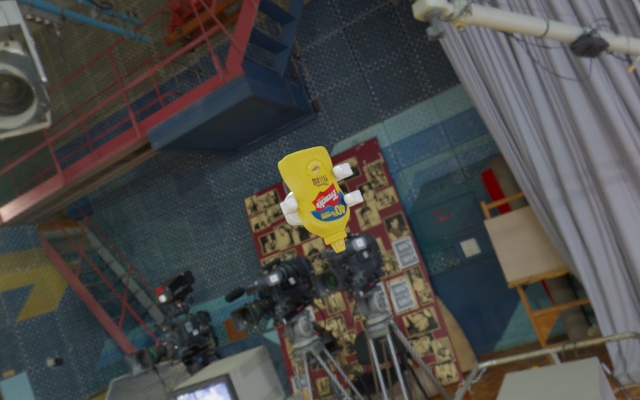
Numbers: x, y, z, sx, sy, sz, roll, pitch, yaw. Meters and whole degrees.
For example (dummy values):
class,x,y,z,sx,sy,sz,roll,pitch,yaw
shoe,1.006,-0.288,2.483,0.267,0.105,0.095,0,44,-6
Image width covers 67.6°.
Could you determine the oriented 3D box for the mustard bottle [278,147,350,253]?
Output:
class,x,y,z,sx,sy,sz,roll,pitch,yaw
mustard bottle,0.000,0.002,0.861,0.096,0.191,0.058,-18,-6,-35
